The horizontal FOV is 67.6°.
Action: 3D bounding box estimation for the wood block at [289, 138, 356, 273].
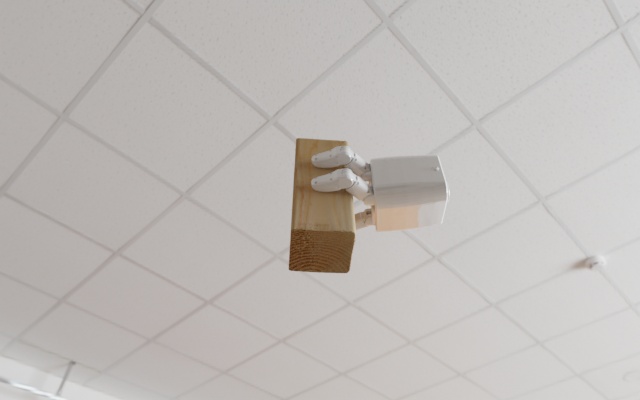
[{"bbox_3d":[0.000,0.003,0.736,0.090,0.091,0.206,3,42,-3],"label":"wood block"}]
